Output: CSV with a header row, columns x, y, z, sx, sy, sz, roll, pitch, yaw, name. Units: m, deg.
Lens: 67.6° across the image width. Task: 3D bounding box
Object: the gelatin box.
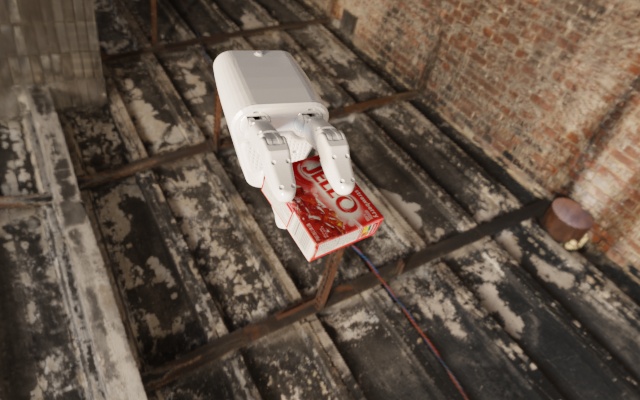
x,y,z,sx,sy,sz,roll,pitch,yaw,name
0.000,0.002,0.424,0.073,0.089,0.030,-19,-31,-31,gelatin box
